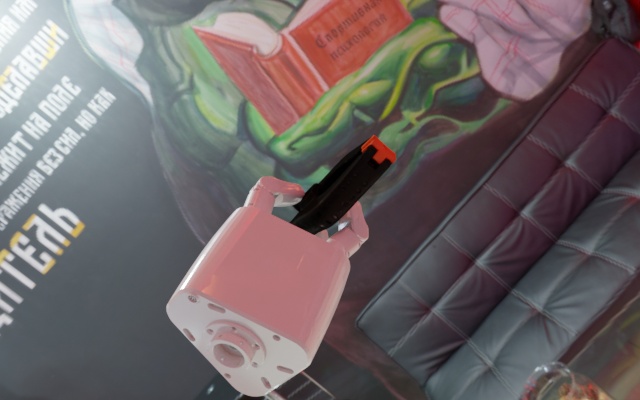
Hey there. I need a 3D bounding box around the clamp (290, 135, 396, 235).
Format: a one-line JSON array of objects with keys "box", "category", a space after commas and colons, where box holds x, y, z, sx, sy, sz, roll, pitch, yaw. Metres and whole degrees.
[{"box": [0.000, 0.001, 0.491, 0.210, 0.036, 0.164, -44, 12, 35], "category": "clamp"}]
